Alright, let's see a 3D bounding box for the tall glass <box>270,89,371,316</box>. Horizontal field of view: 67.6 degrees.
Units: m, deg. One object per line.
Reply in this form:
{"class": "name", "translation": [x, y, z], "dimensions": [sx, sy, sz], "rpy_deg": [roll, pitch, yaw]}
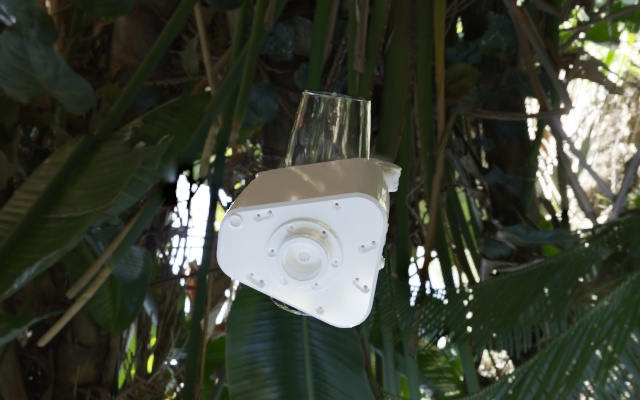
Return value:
{"class": "tall glass", "translation": [0.000, 0.002, 0.449], "dimensions": [0.079, 0.201, 0.079], "rpy_deg": [8, 15, -2]}
